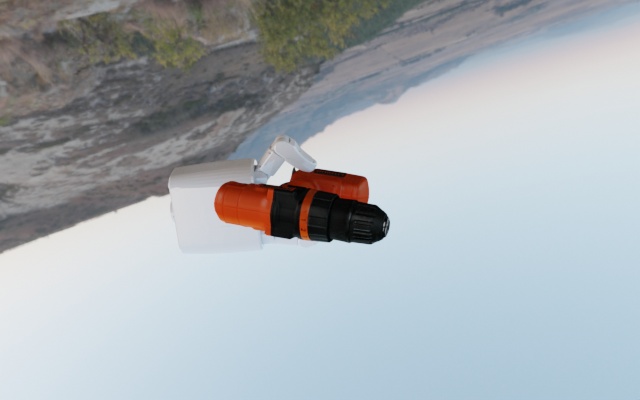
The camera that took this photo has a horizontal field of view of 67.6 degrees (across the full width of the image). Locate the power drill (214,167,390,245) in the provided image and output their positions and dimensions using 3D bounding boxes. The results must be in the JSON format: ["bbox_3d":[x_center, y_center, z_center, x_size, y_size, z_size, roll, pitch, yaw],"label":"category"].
[{"bbox_3d":[0.000,0.002,0.546,0.184,0.057,0.187,10,10,17],"label":"power drill"}]
